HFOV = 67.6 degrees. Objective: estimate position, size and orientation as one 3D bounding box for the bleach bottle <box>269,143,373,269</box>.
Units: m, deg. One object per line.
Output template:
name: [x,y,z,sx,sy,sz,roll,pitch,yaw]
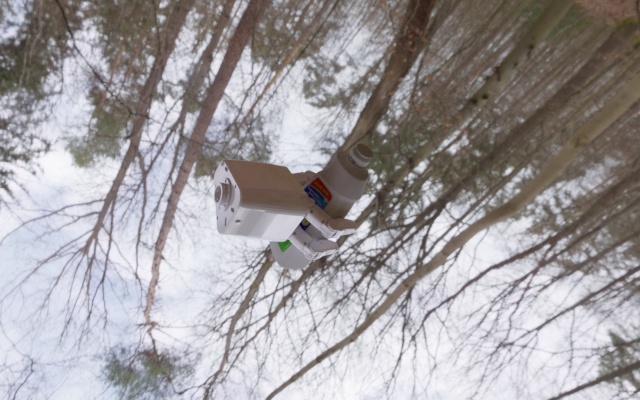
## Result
bleach bottle: [0.000,0.003,0.753,0.068,0.102,0.251,6,-43,-34]
